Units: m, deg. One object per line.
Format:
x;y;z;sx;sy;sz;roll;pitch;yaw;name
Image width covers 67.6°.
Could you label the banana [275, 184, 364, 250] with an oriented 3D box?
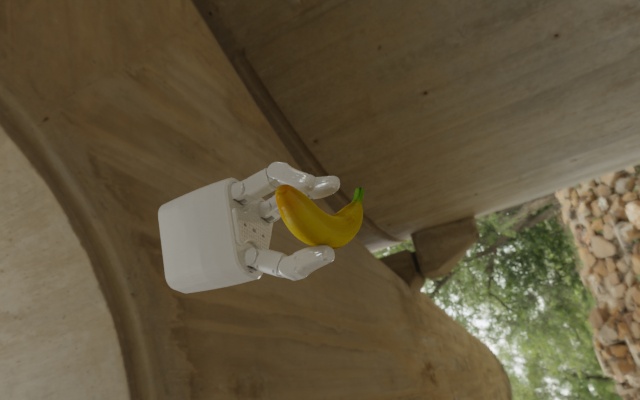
0.005;0.020;0.517;0.037;0.069;0.198;-12;-5;24;banana
